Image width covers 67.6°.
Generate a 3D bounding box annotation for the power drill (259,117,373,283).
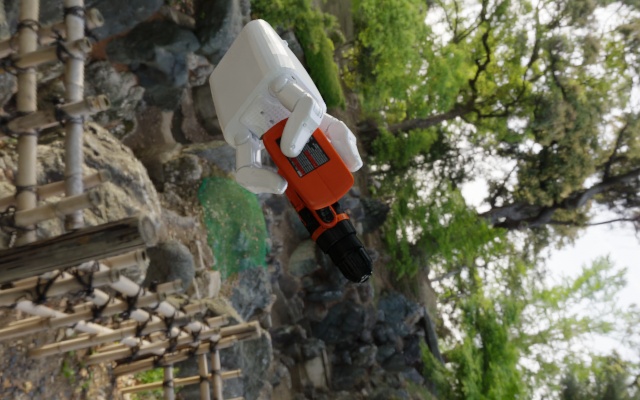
[{"bbox_3d":[0.000,0.001,0.541,0.057,0.184,0.188,-33,-19,-10],"label":"power drill"}]
